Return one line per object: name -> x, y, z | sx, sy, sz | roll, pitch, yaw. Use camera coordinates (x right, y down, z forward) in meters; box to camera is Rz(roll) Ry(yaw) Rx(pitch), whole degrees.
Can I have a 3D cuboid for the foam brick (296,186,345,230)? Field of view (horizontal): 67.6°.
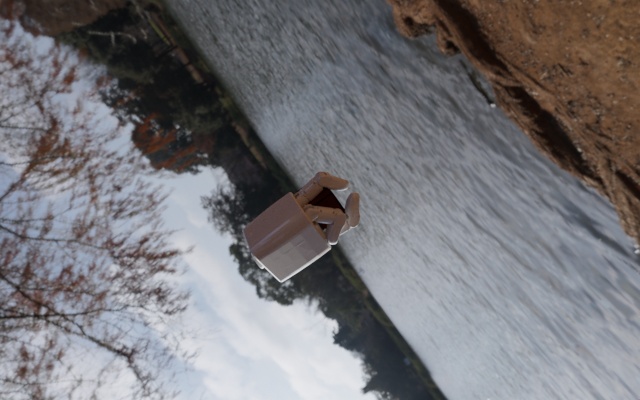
foam brick -> 0.000, 0.003, 0.833 | 0.051, 0.053, 0.078 | -37, 30, 0
